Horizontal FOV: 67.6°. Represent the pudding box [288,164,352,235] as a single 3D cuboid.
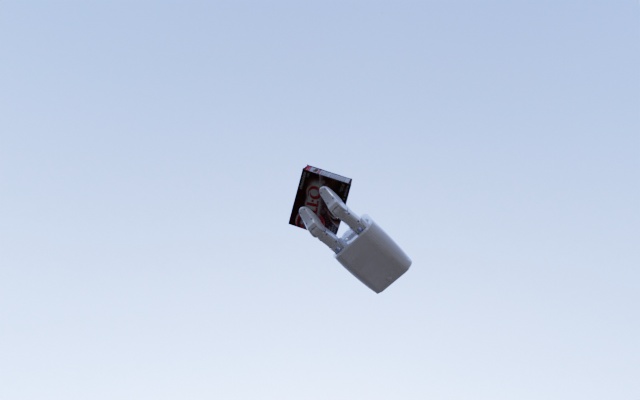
[{"bbox_3d":[0.000,0.003,0.850,0.090,0.113,0.039,18,20,5],"label":"pudding box"}]
